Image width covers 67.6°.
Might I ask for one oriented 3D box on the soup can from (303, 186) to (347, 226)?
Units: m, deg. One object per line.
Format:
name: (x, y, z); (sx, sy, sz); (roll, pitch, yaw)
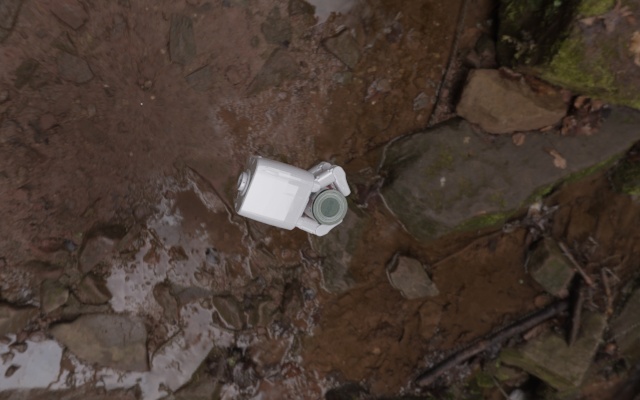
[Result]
soup can: (0.001, 0.003, 0.880); (0.068, 0.068, 0.102); (0, 11, -20)
